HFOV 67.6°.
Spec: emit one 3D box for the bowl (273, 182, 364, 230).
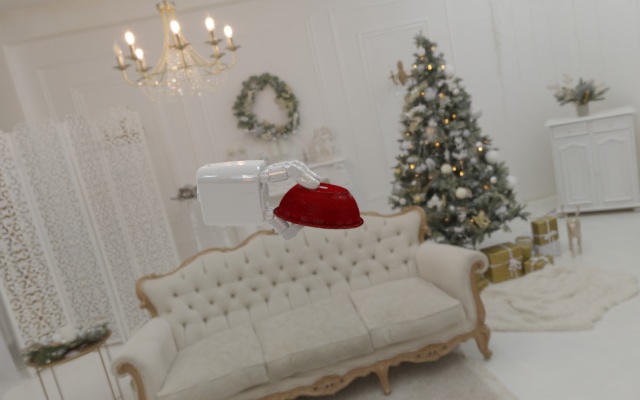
[{"bbox_3d":[0.001,0.002,0.838,0.162,0.055,0.162,7,12,-2],"label":"bowl"}]
